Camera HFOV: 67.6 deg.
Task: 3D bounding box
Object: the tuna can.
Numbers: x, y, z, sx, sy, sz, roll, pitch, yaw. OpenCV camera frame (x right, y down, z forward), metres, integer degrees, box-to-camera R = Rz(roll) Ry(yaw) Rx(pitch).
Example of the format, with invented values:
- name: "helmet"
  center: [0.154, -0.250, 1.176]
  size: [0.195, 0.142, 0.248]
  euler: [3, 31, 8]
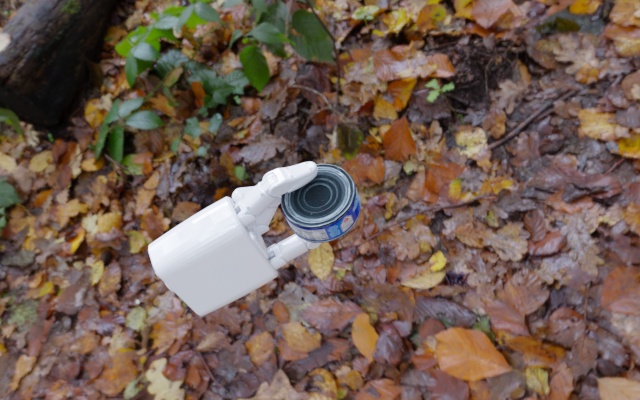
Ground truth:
- name: "tuna can"
  center: [0.000, 0.001, 0.529]
  size: [0.086, 0.086, 0.034]
  euler: [0, -33, 16]
